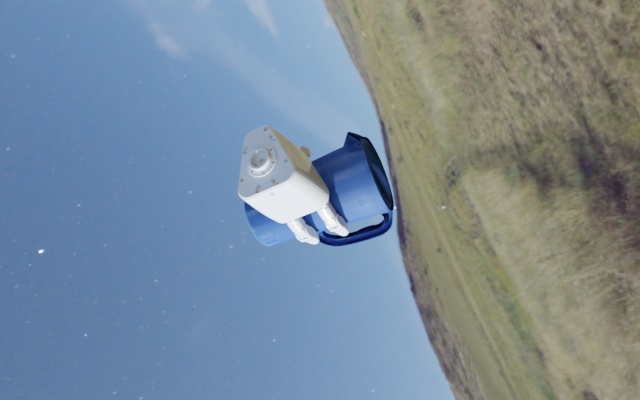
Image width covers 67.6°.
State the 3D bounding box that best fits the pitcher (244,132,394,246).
[{"bbox_3d":[0.000,0.003,0.827,0.243,0.149,0.145,-21,-24,18],"label":"pitcher"}]
